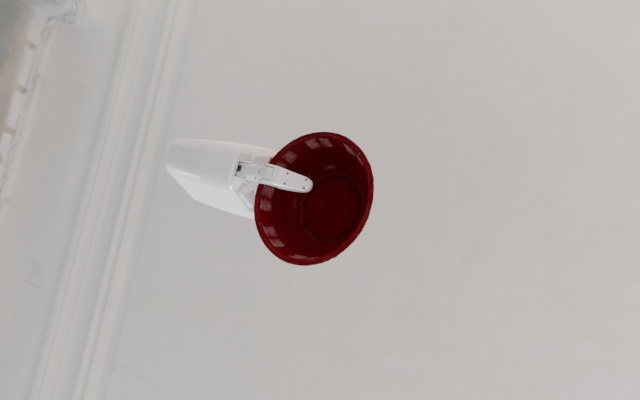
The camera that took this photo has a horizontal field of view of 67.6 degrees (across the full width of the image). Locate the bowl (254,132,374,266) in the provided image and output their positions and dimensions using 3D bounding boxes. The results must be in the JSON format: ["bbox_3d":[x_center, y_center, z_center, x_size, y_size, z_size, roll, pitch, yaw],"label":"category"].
[{"bbox_3d":[0.001,0.003,0.575,0.162,0.162,0.055,0,-15,31],"label":"bowl"}]
